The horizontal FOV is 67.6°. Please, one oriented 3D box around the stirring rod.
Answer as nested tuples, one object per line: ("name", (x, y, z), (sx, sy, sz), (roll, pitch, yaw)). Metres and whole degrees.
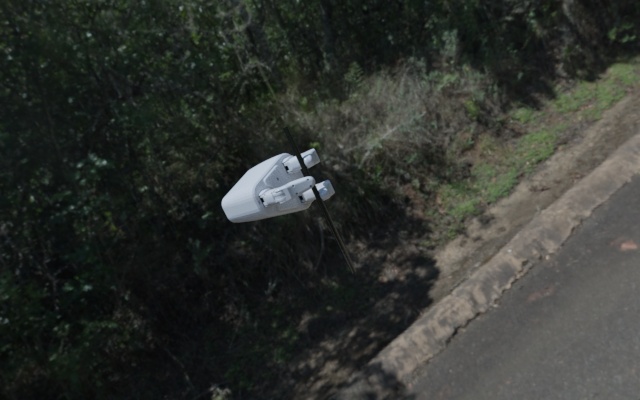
("stirring rod", (0.000, 0.002, 0.705), (0.011, 0.239, 0.011), (-25, 10, 4))
